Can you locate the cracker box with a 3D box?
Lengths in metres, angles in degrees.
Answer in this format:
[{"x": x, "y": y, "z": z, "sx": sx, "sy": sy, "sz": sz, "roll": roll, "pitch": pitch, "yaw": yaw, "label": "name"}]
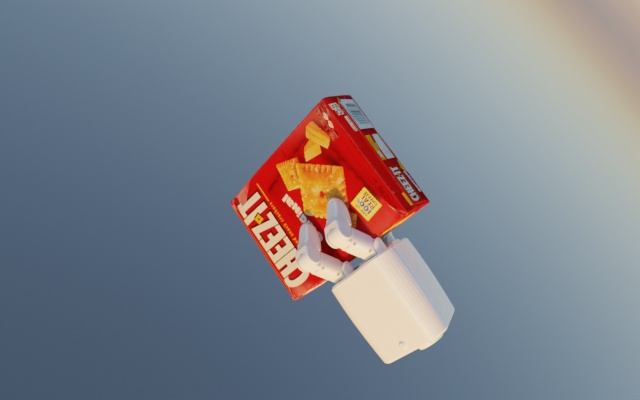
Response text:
[{"x": 0.000, "y": 0.002, "z": 0.594, "sx": 0.214, "sy": 0.164, "sz": 0.072, "roll": -43, "pitch": -14, "yaw": 35, "label": "cracker box"}]
